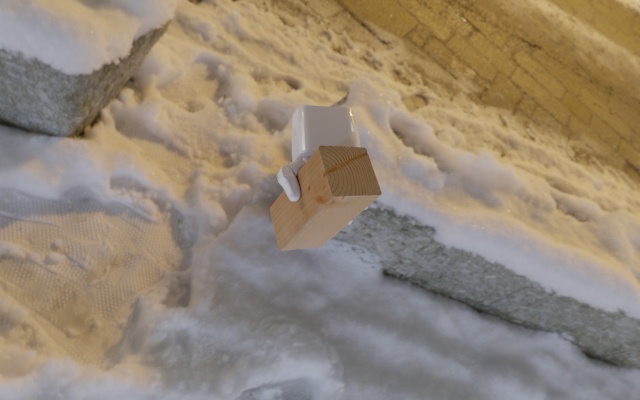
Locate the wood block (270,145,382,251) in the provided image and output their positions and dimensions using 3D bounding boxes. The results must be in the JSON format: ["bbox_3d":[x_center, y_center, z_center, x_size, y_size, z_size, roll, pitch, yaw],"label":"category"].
[{"bbox_3d":[0.000,0.002,0.803,0.091,0.090,0.206,-1,-27,-30],"label":"wood block"}]
